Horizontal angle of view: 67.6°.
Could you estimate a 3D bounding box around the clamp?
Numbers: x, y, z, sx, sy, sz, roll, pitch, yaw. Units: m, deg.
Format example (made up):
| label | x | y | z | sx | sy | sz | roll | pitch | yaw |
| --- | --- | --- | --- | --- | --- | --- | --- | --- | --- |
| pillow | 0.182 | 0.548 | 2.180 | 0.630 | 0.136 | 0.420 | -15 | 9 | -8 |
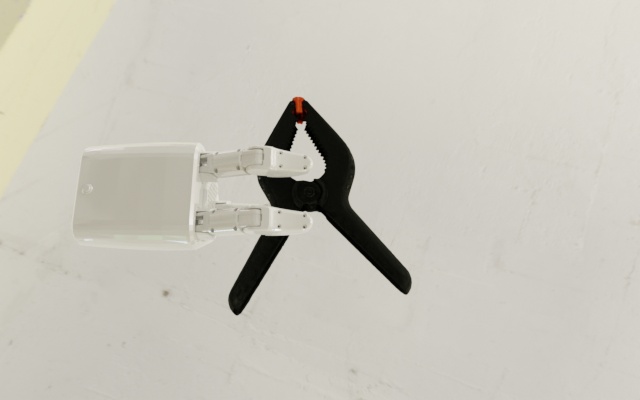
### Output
| label | x | y | z | sx | sy | sz | roll | pitch | yaw |
| --- | --- | --- | --- | --- | --- | --- | --- | --- | --- |
| clamp | 0.000 | 0.001 | 0.454 | 0.164 | 0.210 | 0.036 | 1 | -17 | -3 |
